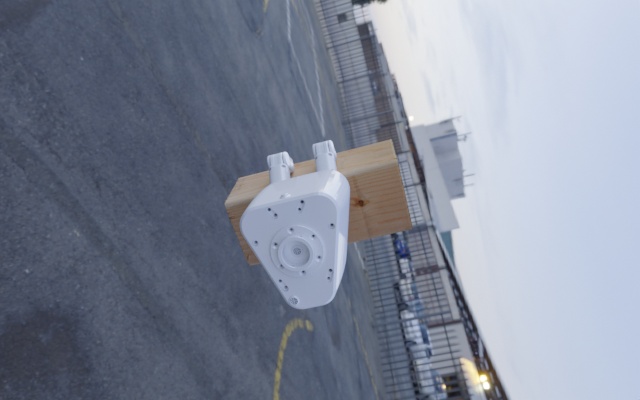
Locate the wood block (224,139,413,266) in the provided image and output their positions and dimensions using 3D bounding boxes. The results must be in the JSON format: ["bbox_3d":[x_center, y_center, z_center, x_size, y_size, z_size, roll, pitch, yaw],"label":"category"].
[{"bbox_3d":[0.000,0.002,0.595,0.206,0.091,0.090,-13,23,9],"label":"wood block"}]
